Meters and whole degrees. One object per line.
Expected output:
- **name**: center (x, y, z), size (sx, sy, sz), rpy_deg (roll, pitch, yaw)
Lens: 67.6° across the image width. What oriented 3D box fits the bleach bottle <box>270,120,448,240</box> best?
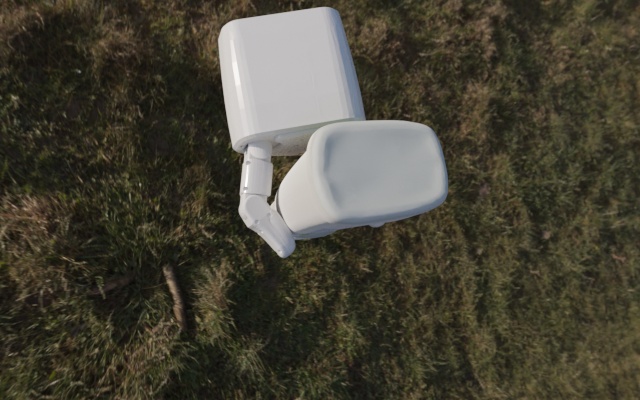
- **bleach bottle**: center (0.000, 0.001, 0.422), size (0.102, 0.068, 0.251), rpy_deg (-6, -8, -22)
